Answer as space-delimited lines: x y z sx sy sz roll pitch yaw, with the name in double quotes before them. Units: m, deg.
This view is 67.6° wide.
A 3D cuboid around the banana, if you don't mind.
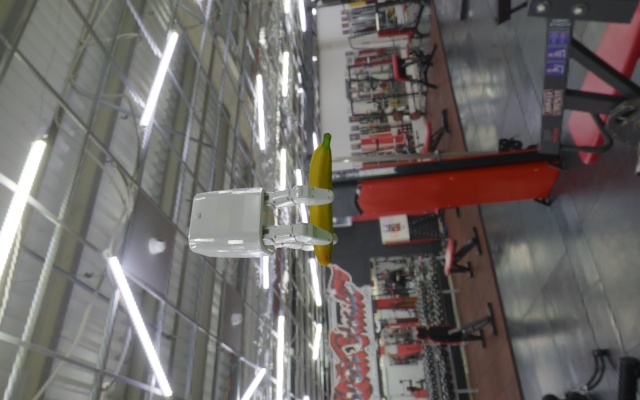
"banana" 0.001 0.000 0.735 0.037 0.198 0.069 -1 -4 1
